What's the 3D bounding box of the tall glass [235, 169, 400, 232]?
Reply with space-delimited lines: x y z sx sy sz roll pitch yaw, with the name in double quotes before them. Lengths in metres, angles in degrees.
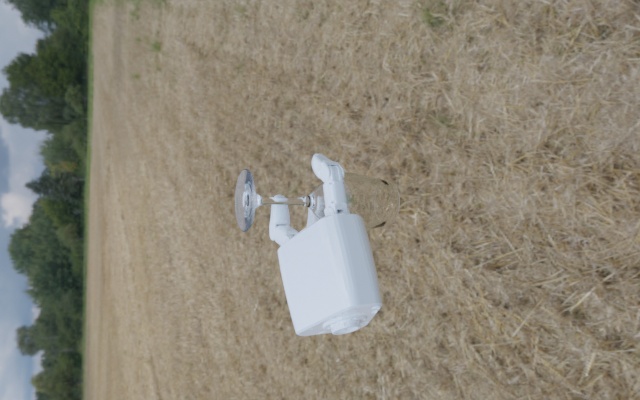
"tall glass" -0.001 0.002 0.600 0.201 0.079 0.079 1 0 -26
